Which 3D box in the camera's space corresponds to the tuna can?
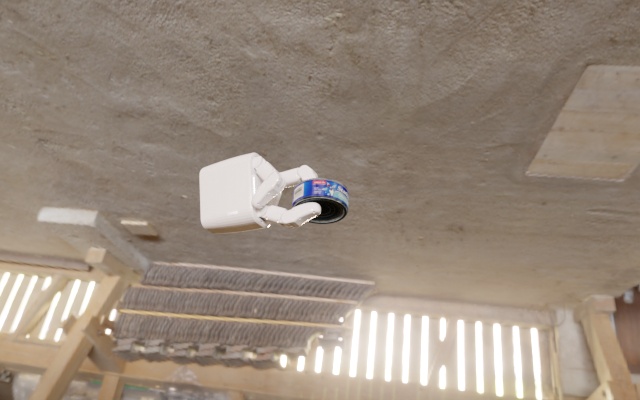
[{"bbox_3d":[0.000,0.003,0.722,0.086,0.033,0.086,2,-30,1],"label":"tuna can"}]
